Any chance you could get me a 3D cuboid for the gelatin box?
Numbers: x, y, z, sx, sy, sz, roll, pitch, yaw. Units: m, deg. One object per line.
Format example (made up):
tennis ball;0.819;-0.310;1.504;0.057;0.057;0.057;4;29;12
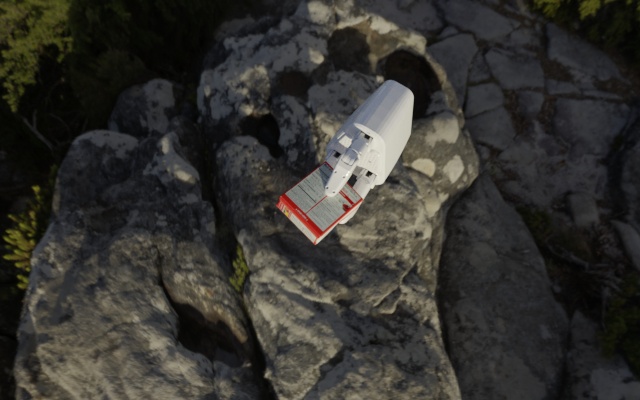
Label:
gelatin box;0.000;0.002;0.619;0.089;0.073;0.030;-40;-11;-30
